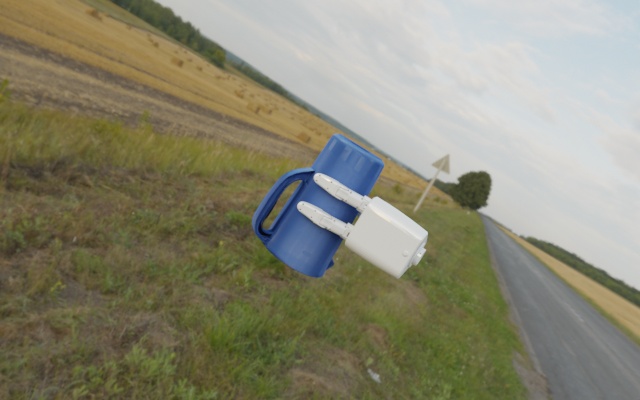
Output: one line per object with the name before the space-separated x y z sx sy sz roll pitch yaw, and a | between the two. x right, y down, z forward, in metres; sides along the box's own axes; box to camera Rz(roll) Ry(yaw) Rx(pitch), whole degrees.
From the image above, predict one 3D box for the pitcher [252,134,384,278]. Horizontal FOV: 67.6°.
pitcher | 0.000 0.003 0.856 0.145 0.243 0.149 34 9 17
